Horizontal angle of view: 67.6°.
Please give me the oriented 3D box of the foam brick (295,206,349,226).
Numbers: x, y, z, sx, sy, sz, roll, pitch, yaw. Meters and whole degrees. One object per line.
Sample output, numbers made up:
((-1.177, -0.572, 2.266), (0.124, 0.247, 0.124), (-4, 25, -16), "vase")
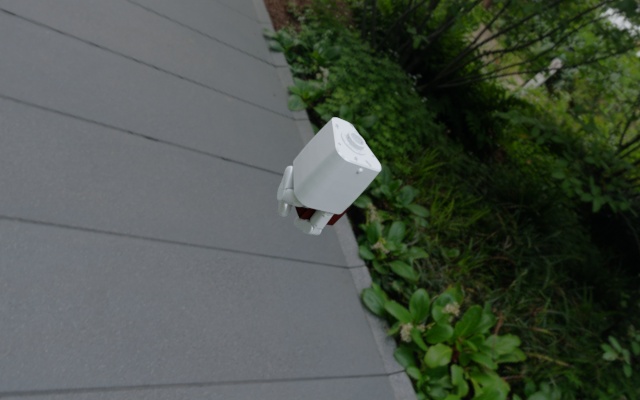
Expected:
((0.000, 0.003, 0.814), (0.078, 0.053, 0.051), (14, -49, -39), "foam brick")
